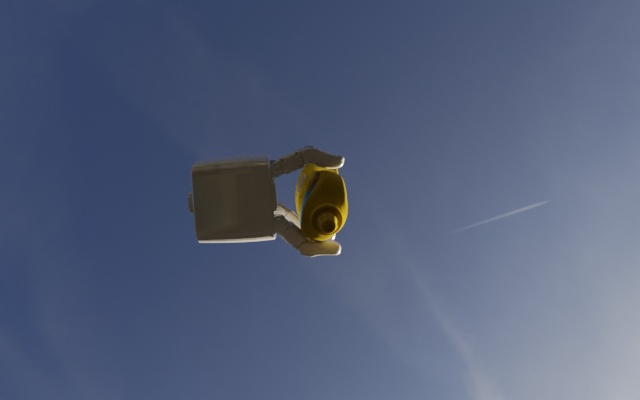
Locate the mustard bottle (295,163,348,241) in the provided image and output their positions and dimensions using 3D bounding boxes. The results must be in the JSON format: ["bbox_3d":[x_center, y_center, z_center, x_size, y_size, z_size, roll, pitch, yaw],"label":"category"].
[{"bbox_3d":[0.000,0.002,0.666,0.058,0.096,0.191,19,15,-11],"label":"mustard bottle"}]
